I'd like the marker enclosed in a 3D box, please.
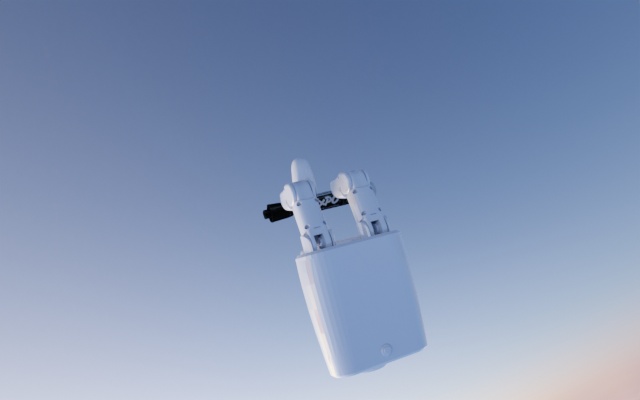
[{"bbox_3d":[0.000,0.002,0.490,0.121,0.020,0.020,-13,4,-19],"label":"marker"}]
